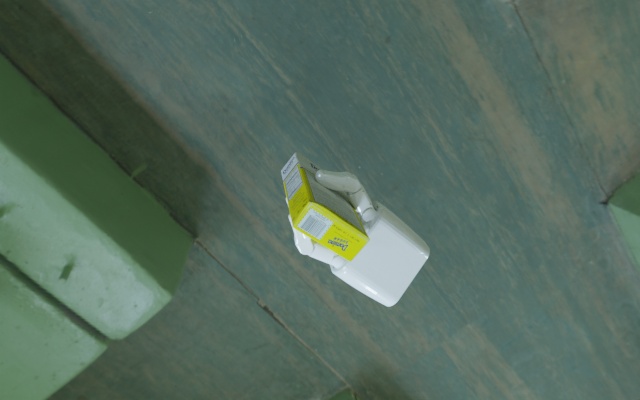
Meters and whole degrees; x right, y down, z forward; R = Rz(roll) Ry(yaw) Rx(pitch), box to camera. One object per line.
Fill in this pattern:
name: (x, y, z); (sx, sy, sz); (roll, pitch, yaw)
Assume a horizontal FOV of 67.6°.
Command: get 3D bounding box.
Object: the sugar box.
sugar box: (0.000, 0.003, 0.641); (0.093, 0.048, 0.176); (34, 13, -21)
